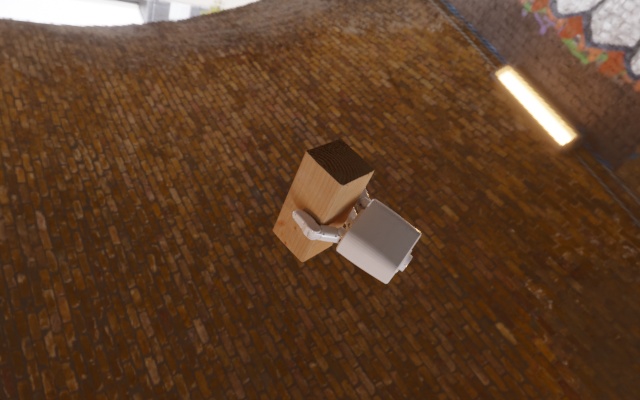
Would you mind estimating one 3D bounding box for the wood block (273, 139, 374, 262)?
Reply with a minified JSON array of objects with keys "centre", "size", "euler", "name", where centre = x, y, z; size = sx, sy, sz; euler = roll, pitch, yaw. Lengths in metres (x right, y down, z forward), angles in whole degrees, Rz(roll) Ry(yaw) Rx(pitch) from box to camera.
[{"centre":[0.000,0.003,0.856],"size":[0.091,0.206,0.090],"euler":[-26,62,-42],"name":"wood block"}]
